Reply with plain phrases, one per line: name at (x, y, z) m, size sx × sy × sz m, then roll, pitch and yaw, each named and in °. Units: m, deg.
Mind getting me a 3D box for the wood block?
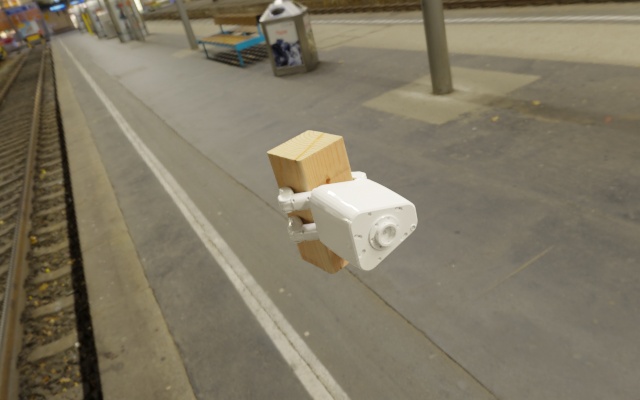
wood block at (0.001, 0.002, 0.777) m, size 0.091 × 0.206 × 0.090 m, roll -32°, pitch 32°, yaw -29°
